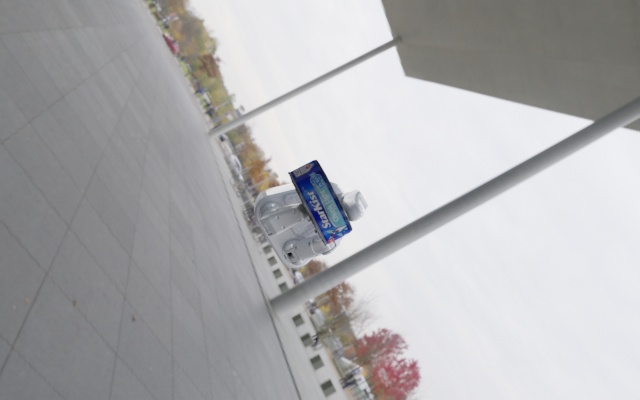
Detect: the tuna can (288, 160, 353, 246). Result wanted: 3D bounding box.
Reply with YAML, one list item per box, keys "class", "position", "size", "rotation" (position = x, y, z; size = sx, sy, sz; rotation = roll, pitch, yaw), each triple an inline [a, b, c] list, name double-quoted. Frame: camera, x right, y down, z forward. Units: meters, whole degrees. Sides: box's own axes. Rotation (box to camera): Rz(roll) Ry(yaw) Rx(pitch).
- class: "tuna can"
  position: [0.001, 0.001, 0.494]
  size: [0.034, 0.086, 0.086]
  rotation: [-27, 0, -1]
